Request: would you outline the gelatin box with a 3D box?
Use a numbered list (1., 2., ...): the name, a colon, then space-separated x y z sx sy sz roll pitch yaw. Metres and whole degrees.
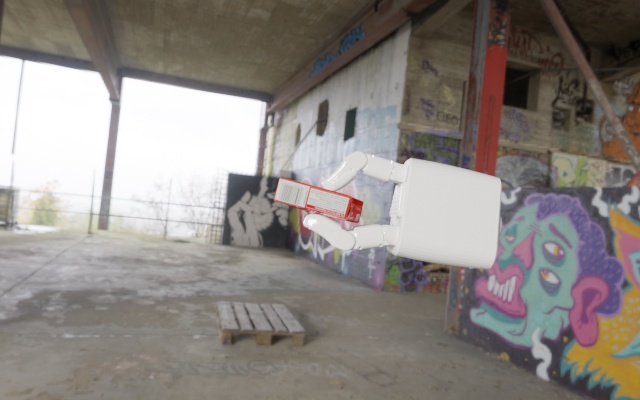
1. gelatin box: 0.000 0.001 0.554 0.089 0.030 0.073 15 -1 15
